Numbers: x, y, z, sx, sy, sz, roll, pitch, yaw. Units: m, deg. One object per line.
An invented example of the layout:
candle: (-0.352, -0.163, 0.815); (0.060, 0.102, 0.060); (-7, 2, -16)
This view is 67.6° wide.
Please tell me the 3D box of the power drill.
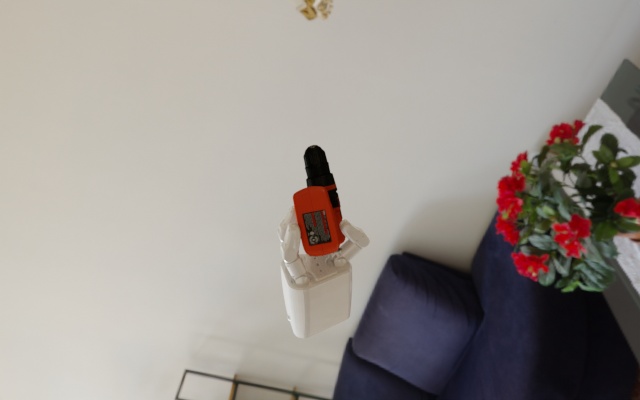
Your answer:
power drill: (0.000, 0.003, 0.782); (0.057, 0.184, 0.187); (-13, 8, 9)
